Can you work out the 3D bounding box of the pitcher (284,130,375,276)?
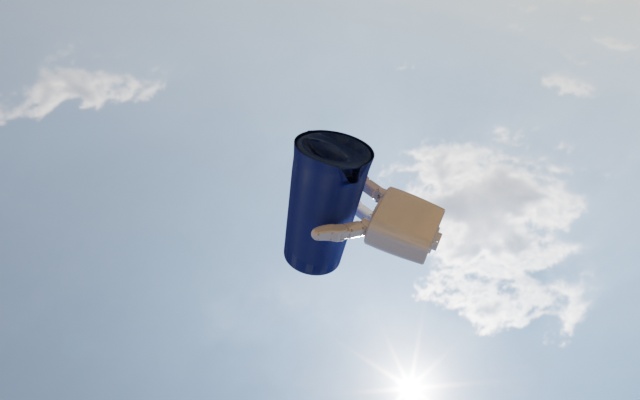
[{"bbox_3d":[0.000,0.003,0.842,0.145,0.243,0.149,20,32,13],"label":"pitcher"}]
